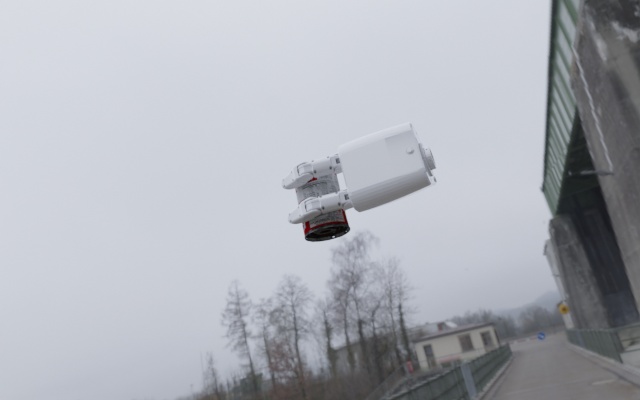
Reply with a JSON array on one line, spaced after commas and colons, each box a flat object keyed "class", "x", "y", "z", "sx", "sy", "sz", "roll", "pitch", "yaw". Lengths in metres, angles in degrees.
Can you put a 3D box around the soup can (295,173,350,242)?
[{"class": "soup can", "x": 0.000, "y": 0.002, "z": 0.707, "sx": 0.068, "sy": 0.102, "sz": 0.068, "roll": -11, "pitch": -20, "yaw": -4}]
